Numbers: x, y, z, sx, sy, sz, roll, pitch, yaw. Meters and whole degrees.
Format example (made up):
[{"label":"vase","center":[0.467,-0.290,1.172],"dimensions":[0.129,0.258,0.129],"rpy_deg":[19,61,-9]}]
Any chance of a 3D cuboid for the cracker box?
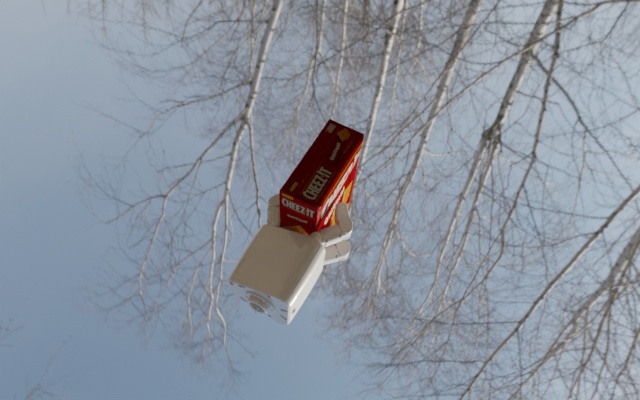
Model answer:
[{"label":"cracker box","center":[0.000,0.003,0.785],"dimensions":[0.072,0.164,0.214],"rpy_deg":[24,-34,11]}]
